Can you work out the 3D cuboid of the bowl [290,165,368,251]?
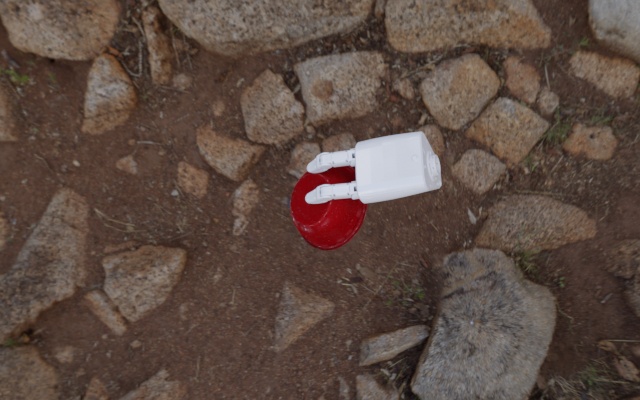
[{"bbox_3d":[-0.001,0.003,0.819,0.162,0.162,0.055,0,-10,41],"label":"bowl"}]
